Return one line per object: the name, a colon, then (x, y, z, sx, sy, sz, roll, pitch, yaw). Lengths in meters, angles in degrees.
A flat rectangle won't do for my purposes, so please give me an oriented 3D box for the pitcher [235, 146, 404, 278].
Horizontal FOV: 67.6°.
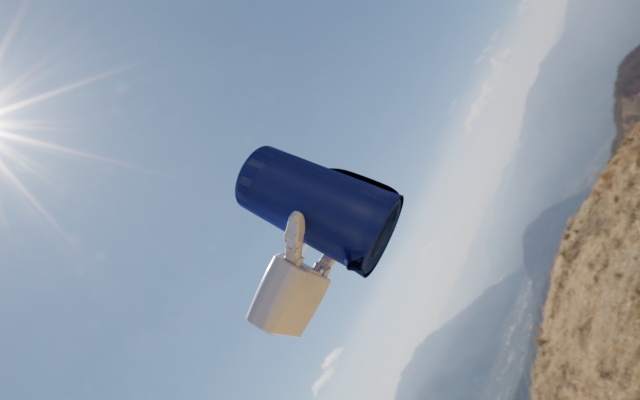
pitcher: (0.000, 0.003, 0.737, 0.243, 0.145, 0.149, 25, -1, 17)
